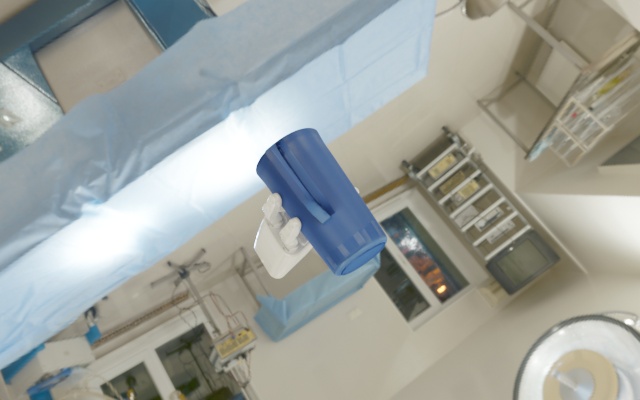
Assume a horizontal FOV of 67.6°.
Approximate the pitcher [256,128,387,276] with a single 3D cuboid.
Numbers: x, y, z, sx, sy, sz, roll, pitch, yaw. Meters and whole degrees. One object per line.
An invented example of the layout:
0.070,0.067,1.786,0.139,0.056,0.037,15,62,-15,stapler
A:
0.000,0.003,0.812,0.149,0.242,0.145,-23,-22,-34,pitcher
